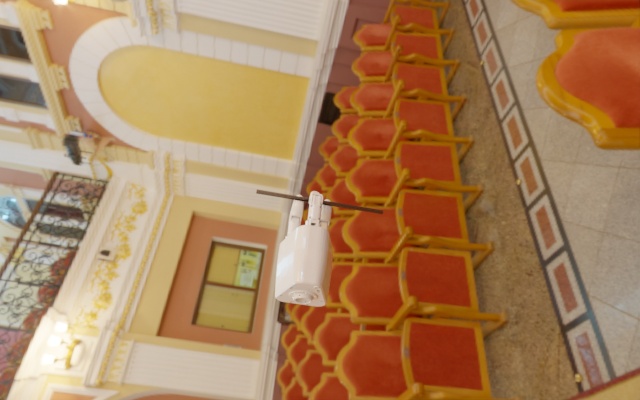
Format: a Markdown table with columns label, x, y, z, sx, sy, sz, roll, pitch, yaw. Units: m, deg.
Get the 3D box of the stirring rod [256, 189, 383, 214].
| label | x | y | z | sx | sy | sz | roll | pitch | yaw |
| --- | --- | --- | --- | --- | --- | --- | --- | --- | --- |
| stirring rod | 0.000 | 0.003 | 0.892 | 0.239 | 0.011 | 0.011 | 9 | -1 | -6 |
